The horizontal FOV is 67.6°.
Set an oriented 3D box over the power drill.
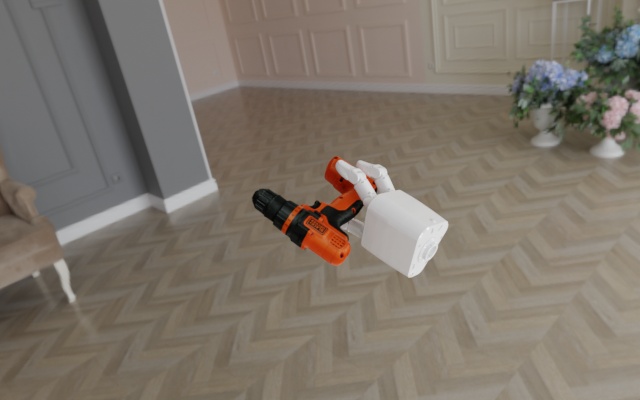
[{"bbox_3d":[0.001,0.003,0.820,0.187,0.184,0.057,-48,-9,-39],"label":"power drill"}]
